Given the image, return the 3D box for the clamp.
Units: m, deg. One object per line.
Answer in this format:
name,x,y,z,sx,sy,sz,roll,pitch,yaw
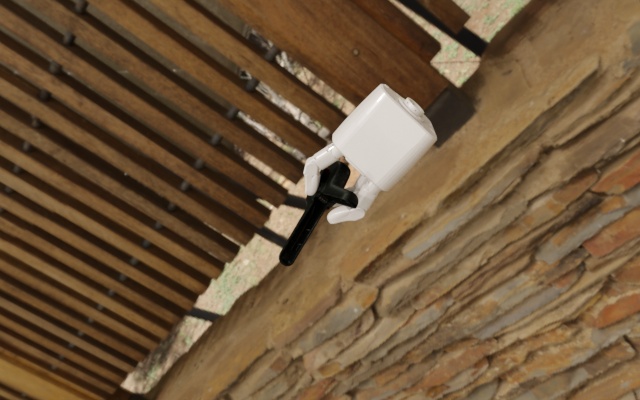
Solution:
clamp,0.000,0.002,0.749,0.036,0.164,0.210,38,25,-16
